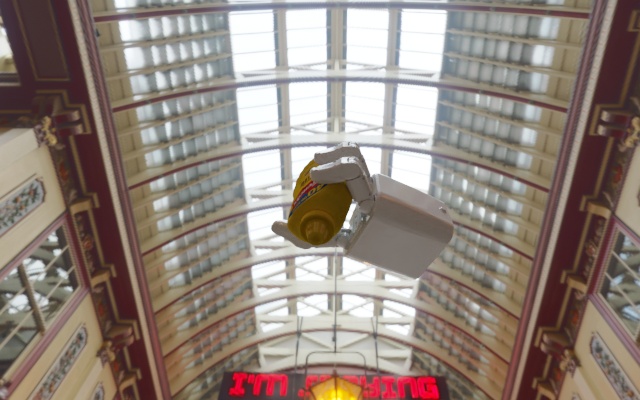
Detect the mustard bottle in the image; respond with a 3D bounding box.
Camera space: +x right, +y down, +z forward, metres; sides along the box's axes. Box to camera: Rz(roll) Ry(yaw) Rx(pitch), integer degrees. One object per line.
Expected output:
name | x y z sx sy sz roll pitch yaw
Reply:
mustard bottle | 0.000 0.002 0.612 0.096 0.058 0.191 -39 18 19
